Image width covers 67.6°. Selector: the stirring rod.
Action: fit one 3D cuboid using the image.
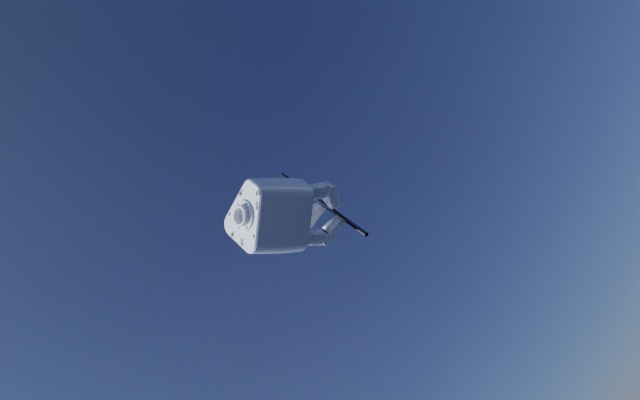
[{"bbox_3d":[0.000,0.003,0.858,0.011,0.011,0.239,0,26,-45],"label":"stirring rod"}]
